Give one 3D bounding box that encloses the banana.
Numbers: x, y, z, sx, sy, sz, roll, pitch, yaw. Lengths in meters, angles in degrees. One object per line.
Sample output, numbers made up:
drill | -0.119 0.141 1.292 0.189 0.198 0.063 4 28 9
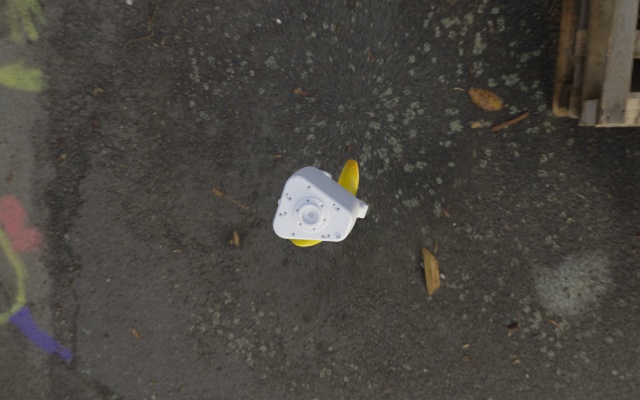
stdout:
banana | 0.011 0.018 0.843 0.198 0.069 0.037 -46 -4 14
